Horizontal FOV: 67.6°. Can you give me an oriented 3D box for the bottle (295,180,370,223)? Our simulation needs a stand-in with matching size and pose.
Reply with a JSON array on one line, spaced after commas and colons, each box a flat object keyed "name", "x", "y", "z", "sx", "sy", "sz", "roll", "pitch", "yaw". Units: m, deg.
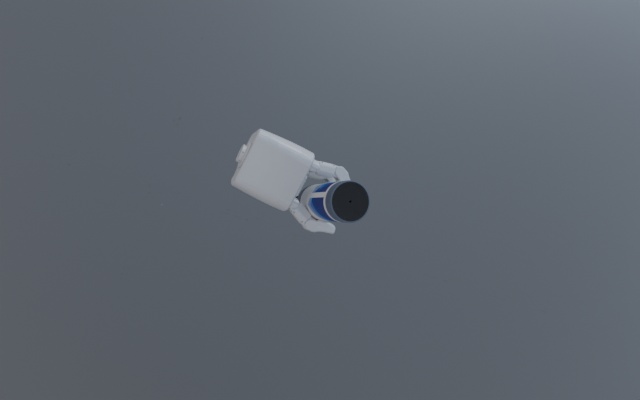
[{"name": "bottle", "x": 0.000, "y": 0.003, "z": 0.878, "sx": 0.069, "sy": 0.069, "sz": 0.295, "roll": 0, "pitch": 0, "yaw": -18}]
